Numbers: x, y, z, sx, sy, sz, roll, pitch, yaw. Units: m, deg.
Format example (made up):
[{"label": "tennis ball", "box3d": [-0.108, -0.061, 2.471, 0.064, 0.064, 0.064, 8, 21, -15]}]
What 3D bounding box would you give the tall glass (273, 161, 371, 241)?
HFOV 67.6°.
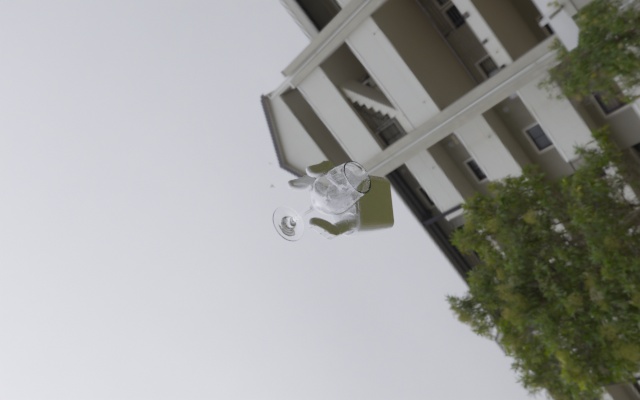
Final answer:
[{"label": "tall glass", "box3d": [0.000, 0.003, 0.862, 0.079, 0.079, 0.201, 0, -25, -44]}]
